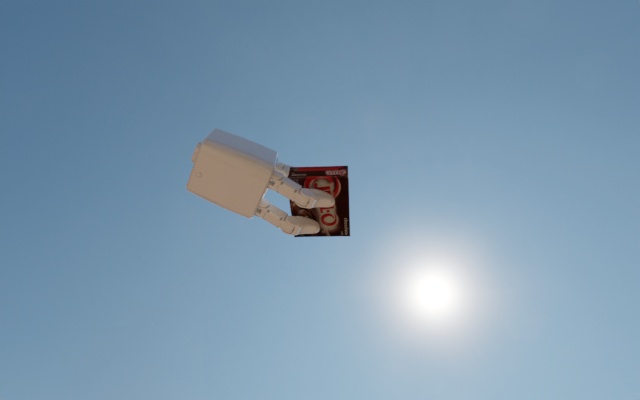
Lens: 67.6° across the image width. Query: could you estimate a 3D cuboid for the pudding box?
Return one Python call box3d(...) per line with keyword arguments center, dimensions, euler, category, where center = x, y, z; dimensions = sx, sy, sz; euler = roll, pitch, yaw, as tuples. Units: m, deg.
box3d(center=(0.000, 0.002, 0.732), dimensions=(0.090, 0.114, 0.039), euler=(-1, 35, 6), category="pudding box")
